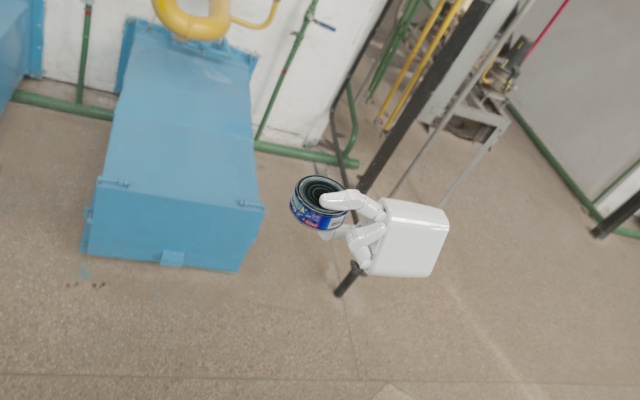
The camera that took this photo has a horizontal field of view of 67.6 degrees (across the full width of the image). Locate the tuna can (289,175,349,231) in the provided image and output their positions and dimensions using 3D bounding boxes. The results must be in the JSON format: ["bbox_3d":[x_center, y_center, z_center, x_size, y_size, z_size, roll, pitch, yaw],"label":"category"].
[{"bbox_3d":[0.000,0.002,0.691,0.086,0.034,0.086,13,41,-12],"label":"tuna can"}]
